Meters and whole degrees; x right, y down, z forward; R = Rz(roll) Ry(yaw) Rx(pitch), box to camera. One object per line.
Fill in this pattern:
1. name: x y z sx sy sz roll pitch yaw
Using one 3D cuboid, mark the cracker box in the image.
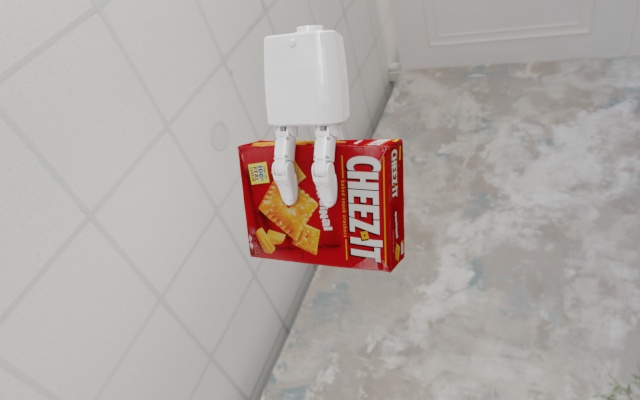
1. cracker box: 0.000 0.002 0.644 0.213 0.164 0.072 3 16 25
